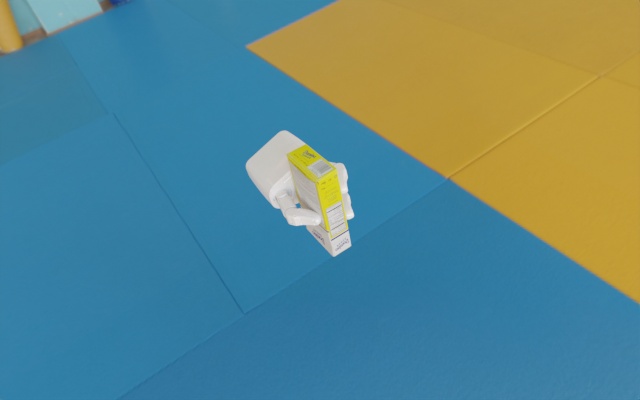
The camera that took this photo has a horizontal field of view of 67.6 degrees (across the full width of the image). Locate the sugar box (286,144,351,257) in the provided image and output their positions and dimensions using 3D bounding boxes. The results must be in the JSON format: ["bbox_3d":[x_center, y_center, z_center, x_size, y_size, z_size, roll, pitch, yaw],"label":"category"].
[{"bbox_3d":[0.000,0.002,0.794,0.048,0.176,0.093,-32,46,-16],"label":"sugar box"}]
